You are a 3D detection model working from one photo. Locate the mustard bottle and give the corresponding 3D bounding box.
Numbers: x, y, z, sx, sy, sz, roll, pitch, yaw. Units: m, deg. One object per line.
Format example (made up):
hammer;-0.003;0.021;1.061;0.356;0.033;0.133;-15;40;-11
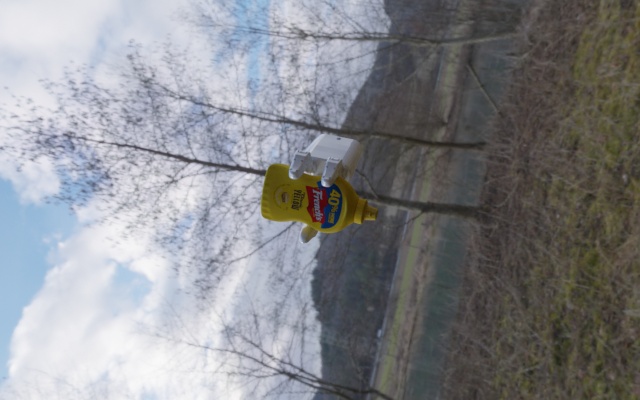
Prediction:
mustard bottle;0.000;0.003;0.790;0.191;0.096;0.058;13;11;12
